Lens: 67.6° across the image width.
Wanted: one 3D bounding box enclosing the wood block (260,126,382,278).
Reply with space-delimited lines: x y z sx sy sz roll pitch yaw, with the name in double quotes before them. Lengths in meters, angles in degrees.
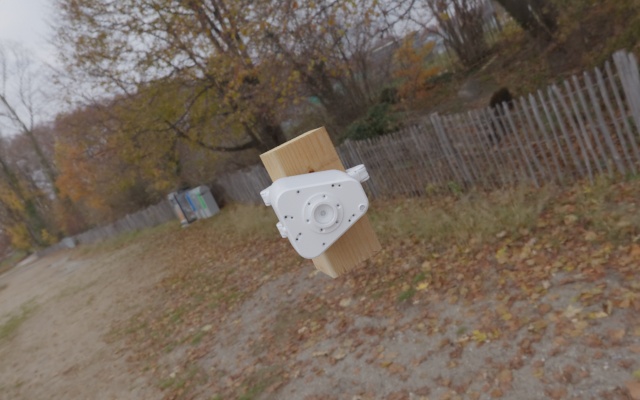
"wood block" 0.000 0.002 0.733 0.091 0.206 0.090 -29 11 -16
